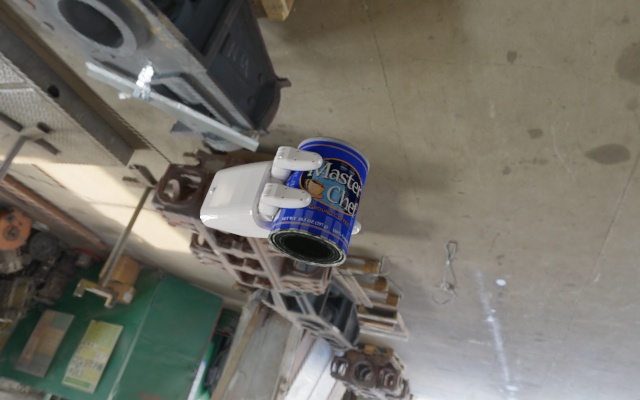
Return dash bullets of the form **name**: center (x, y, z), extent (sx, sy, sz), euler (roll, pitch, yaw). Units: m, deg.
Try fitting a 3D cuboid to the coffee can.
- **coffee can**: center (0.000, 0.002, 0.630), extent (0.103, 0.140, 0.103), euler (13, -27, 7)
